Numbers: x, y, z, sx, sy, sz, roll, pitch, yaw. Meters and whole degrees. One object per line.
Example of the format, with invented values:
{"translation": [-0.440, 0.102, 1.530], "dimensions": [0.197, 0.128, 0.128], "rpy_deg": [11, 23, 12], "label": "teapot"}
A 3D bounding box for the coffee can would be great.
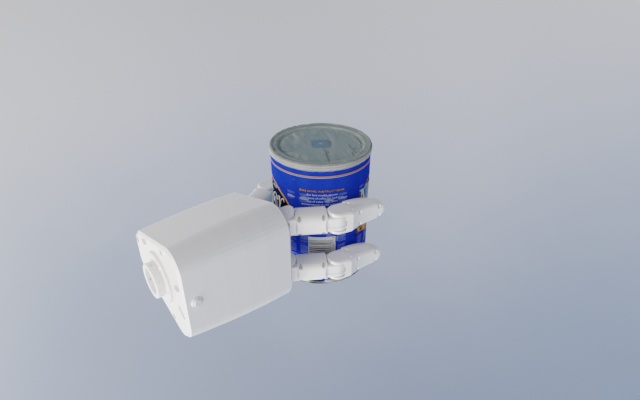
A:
{"translation": [0.000, 0.001, 0.510], "dimensions": [0.103, 0.140, 0.102], "rpy_deg": [0, 31, 0], "label": "coffee can"}
